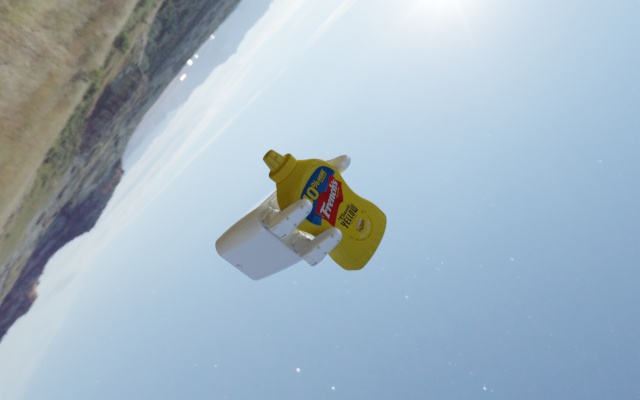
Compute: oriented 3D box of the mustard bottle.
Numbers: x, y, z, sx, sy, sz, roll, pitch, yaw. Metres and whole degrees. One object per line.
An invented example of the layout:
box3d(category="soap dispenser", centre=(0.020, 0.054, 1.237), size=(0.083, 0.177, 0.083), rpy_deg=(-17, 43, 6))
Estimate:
box3d(category="mustard bottle", centre=(0.000, 0.002, 0.624), size=(0.192, 0.096, 0.058), rpy_deg=(42, -27, -22))
